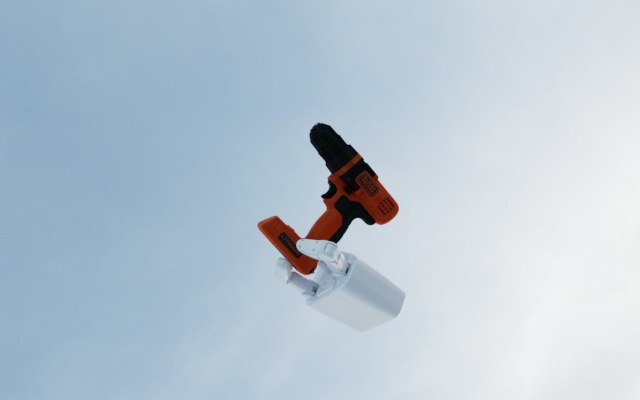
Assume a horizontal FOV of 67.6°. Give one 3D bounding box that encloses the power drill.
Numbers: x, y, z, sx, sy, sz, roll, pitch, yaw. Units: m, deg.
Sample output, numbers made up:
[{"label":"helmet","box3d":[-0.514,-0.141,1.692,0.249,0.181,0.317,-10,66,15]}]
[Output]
[{"label":"power drill","box3d":[0.000,0.003,0.705,0.187,0.184,0.057,-42,3,-10]}]
